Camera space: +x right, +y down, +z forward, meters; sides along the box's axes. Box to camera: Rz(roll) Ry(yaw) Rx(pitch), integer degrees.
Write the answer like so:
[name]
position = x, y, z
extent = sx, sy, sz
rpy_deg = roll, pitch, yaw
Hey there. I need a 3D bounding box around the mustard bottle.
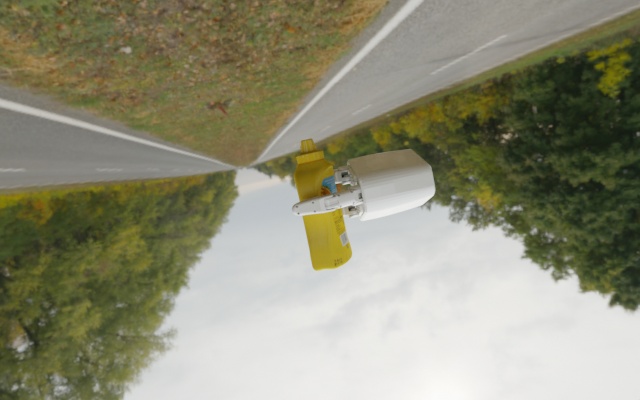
[mustard bottle]
position = 0.000, 0.003, 0.718
extent = 0.058, 0.191, 0.096
rpy_deg = -10, 7, 21
